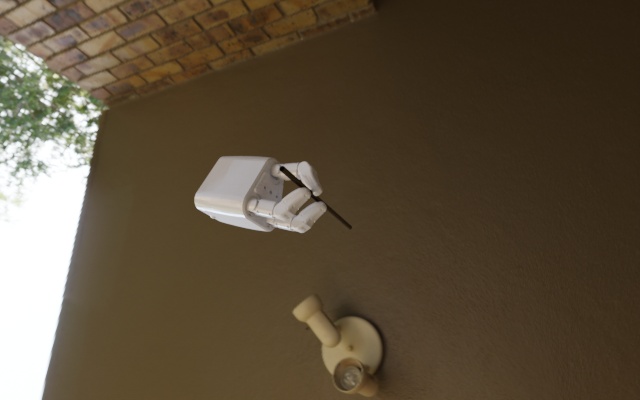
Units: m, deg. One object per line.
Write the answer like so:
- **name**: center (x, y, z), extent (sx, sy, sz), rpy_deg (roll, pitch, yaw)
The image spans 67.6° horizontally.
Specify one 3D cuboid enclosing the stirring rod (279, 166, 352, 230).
- **stirring rod**: center (0.000, 0.002, 0.737), extent (0.011, 0.011, 0.240), rpy_deg (0, -22, 27)
